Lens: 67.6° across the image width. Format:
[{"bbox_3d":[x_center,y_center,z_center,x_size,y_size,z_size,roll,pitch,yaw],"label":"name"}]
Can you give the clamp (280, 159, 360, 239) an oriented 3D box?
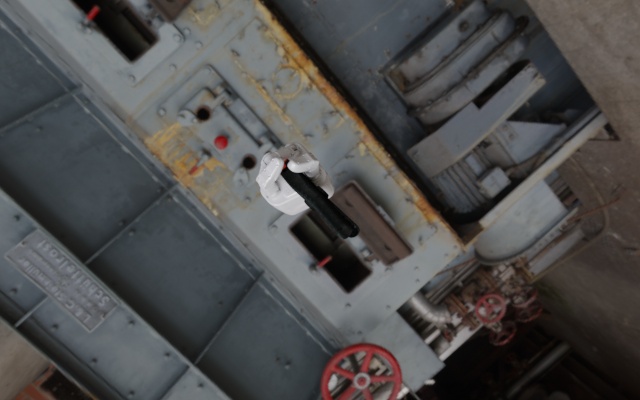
[{"bbox_3d":[0.000,0.003,0.772,0.039,0.171,0.120,-42,-18,0],"label":"clamp"}]
